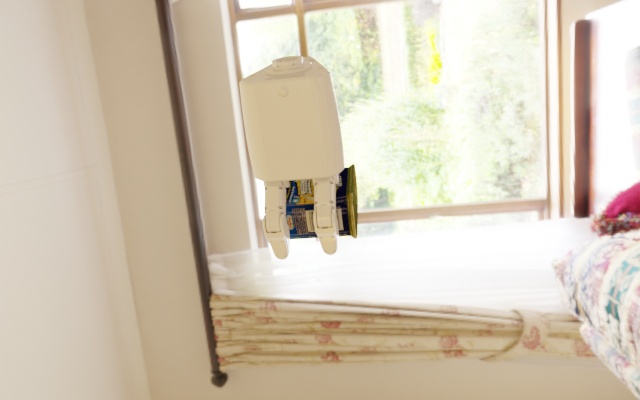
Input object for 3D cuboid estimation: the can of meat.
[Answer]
[{"bbox_3d":[0.000,0.002,0.560,0.084,0.057,0.102,-4,31,7],"label":"can of meat"}]
